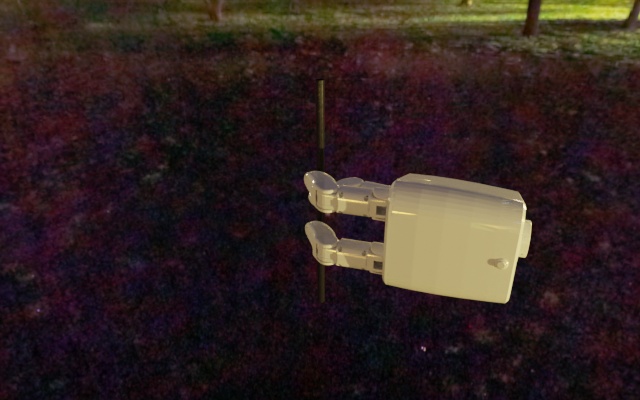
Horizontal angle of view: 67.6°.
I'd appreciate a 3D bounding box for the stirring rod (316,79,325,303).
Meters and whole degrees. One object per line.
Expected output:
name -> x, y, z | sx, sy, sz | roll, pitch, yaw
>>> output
stirring rod -> 0.000, 0.002, 0.475 | 0.011, 0.240, 0.011 | 0, 26, 0
